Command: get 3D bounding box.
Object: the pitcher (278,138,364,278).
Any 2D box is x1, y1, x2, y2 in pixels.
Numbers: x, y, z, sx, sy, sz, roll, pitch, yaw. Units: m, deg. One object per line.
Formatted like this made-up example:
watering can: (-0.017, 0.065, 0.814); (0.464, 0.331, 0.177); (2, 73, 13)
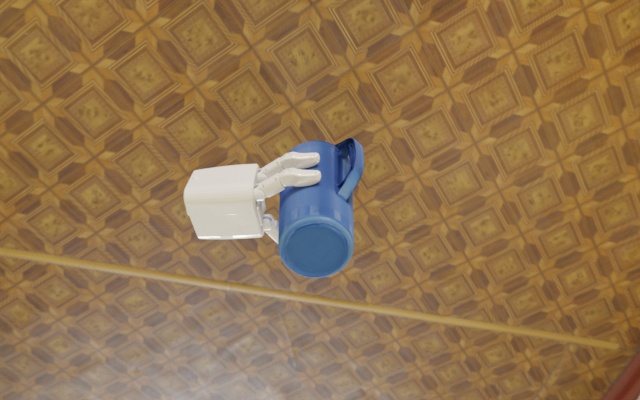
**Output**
pitcher: (0.000, 0.003, 0.766); (0.145, 0.149, 0.242); (-2, 30, 1)
